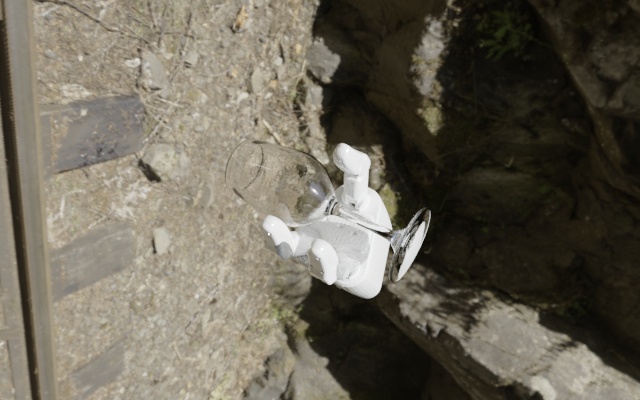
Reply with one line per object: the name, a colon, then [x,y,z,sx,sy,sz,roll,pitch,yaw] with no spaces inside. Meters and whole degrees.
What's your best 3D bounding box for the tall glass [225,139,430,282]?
tall glass: [0.001,0.002,0.470,0.201,0.079,0.079,26,11,24]
